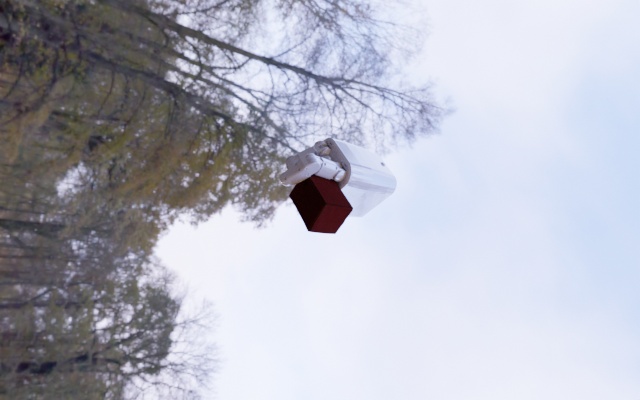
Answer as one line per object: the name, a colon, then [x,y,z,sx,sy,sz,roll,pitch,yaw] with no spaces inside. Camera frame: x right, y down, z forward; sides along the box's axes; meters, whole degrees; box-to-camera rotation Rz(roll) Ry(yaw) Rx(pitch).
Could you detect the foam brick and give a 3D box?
foam brick: [0.000,0.002,0.676,0.051,0.053,0.078,11,35,-38]
